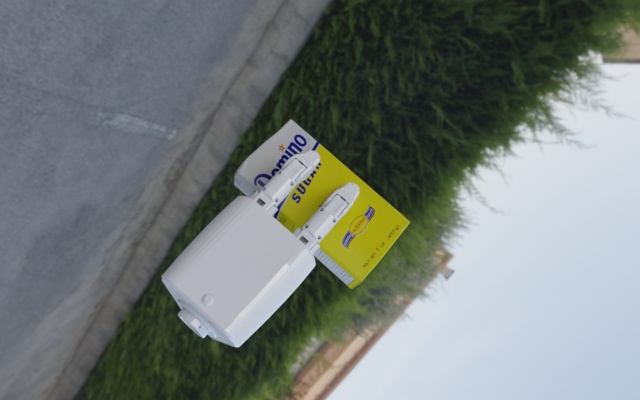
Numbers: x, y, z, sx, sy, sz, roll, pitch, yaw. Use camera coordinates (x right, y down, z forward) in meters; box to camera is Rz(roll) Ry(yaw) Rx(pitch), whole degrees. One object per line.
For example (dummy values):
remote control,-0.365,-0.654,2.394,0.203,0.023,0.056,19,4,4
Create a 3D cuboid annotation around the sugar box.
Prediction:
sugar box,0.000,0.002,0.522,0.176,0.093,0.048,41,-24,3
